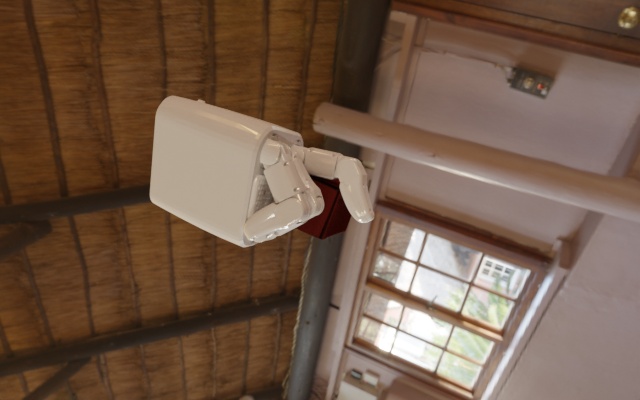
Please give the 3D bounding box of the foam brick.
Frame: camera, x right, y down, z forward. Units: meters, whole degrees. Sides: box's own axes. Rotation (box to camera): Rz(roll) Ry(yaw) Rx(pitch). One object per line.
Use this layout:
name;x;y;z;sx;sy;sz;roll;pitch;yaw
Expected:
foam brick;0.000;0.002;0.470;0.051;0.053;0.078;22;8;17
